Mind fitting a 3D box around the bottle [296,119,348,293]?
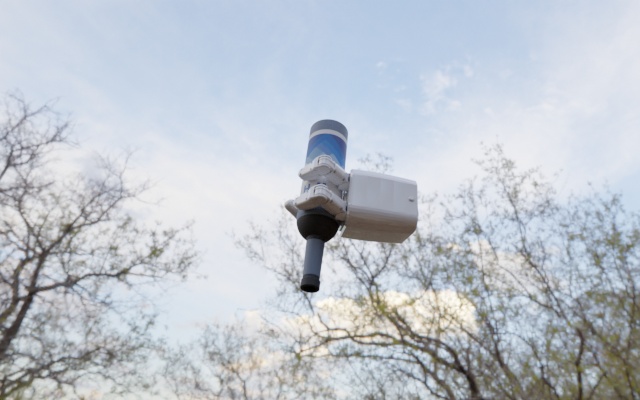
[{"bbox_3d":[0.000,0.002,0.744,0.069,0.295,0.069,5,-34,3],"label":"bottle"}]
